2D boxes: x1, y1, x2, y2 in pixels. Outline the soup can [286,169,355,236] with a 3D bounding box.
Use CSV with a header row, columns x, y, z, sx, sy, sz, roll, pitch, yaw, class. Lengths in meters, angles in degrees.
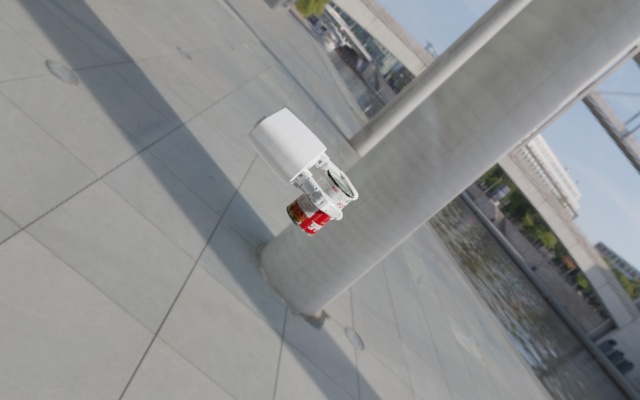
x,y,z,sx,sy,sz,roll,pitch,yaw,class
0.001,0.003,0.828,0.102,0.068,0.068,-42,-13,14,soup can
